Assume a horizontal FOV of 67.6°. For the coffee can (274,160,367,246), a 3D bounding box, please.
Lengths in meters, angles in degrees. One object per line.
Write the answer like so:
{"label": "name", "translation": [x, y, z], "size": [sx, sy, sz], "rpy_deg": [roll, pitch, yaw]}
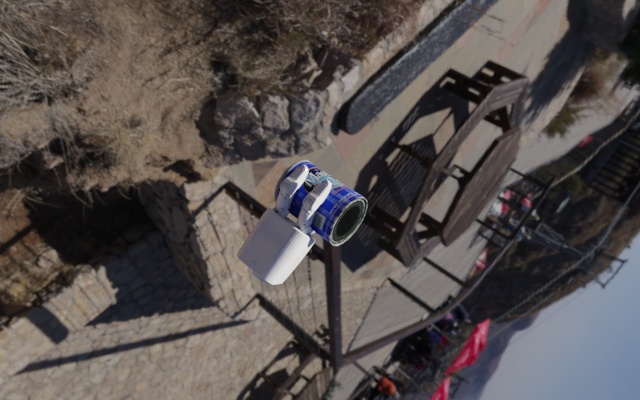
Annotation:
{"label": "coffee can", "translation": [0.000, 0.003, 0.877], "size": [0.140, 0.103, 0.103], "rpy_deg": [35, 17, 27]}
